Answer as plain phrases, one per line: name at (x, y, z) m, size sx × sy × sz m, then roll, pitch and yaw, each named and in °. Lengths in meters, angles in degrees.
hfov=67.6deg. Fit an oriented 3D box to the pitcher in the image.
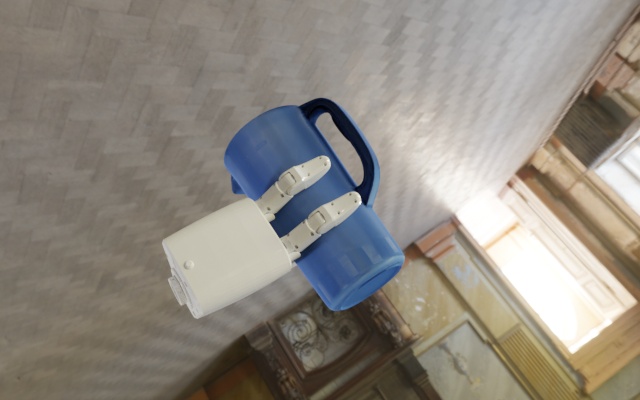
pitcher at (0.000, 0.002, 0.590) m, size 0.145 × 0.242 × 0.149 m, roll -26°, pitch -23°, yaw -24°
